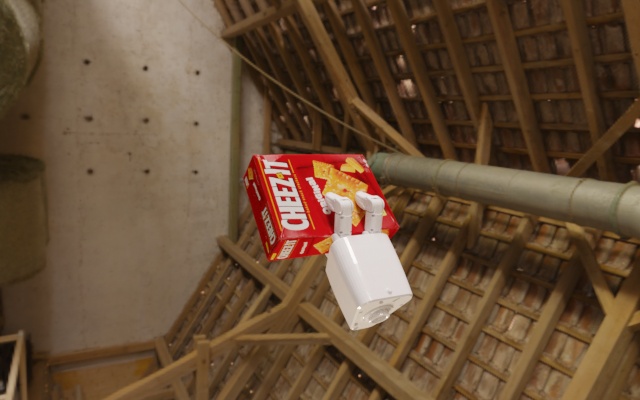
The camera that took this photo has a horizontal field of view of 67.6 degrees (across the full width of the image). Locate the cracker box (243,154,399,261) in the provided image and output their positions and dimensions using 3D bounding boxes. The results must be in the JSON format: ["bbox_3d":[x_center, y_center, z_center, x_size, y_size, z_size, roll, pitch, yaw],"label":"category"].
[{"bbox_3d":[0.000,0.003,0.782,0.213,0.164,0.072,-3,-36,-29],"label":"cracker box"}]
